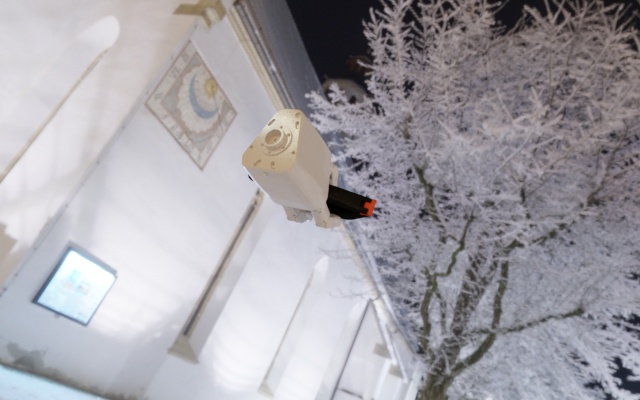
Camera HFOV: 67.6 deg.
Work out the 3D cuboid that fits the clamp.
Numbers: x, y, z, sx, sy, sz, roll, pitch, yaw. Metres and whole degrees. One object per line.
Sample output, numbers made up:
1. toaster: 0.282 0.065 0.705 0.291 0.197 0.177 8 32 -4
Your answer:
1. clamp: 0.001 0.002 0.798 0.210 0.036 0.165 11 -19 29
